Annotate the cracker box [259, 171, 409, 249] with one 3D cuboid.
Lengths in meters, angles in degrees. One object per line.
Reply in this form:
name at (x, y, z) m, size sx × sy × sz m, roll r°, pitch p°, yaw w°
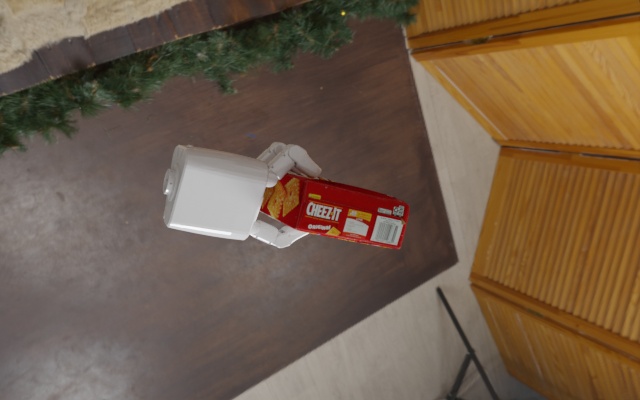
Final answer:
cracker box at (0.000, 0.002, 0.697) m, size 0.164 × 0.072 × 0.213 m, roll 12°, pitch 4°, yaw -28°
